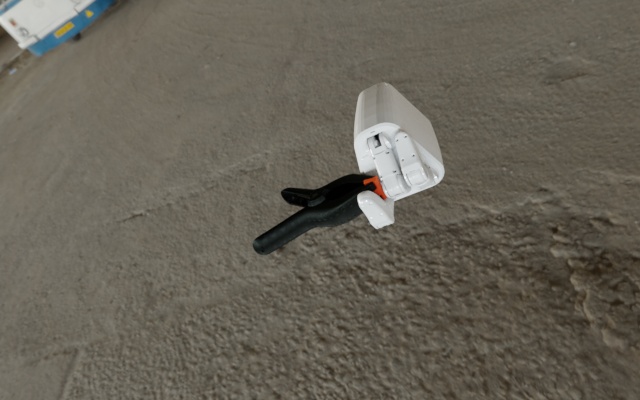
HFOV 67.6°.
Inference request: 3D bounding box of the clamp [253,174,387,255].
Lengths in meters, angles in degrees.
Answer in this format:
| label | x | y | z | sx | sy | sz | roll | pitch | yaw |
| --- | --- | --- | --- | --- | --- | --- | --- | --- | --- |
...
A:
| label | x | y | z | sx | sy | sz | roll | pitch | yaw |
| --- | --- | --- | --- | --- | --- | --- | --- | --- | --- |
| clamp | 0.000 | 0.002 | 0.589 | 0.171 | 0.039 | 0.120 | -20 | 35 | 21 |
